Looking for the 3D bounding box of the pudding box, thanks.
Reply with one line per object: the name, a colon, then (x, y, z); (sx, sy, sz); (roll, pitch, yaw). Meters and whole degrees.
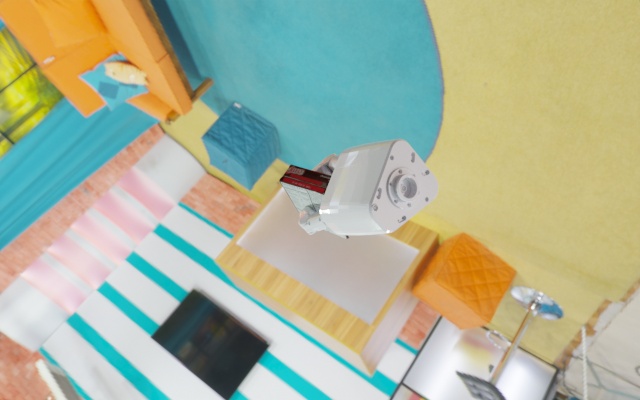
pudding box: (0.000, 0.002, 0.711); (0.090, 0.039, 0.114); (19, -30, 36)
